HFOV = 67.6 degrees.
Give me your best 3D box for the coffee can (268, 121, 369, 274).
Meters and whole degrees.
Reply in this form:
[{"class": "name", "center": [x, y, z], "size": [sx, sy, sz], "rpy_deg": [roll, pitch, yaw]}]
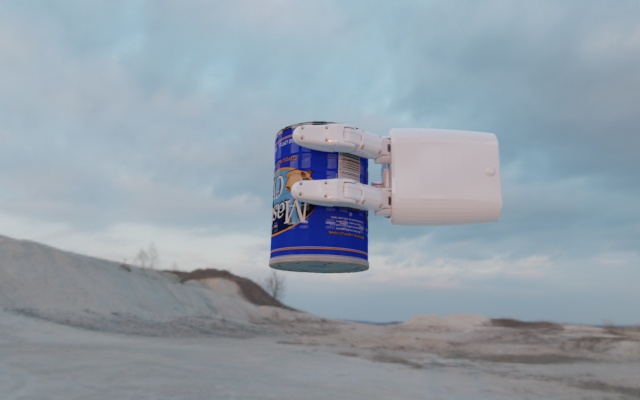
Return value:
[{"class": "coffee can", "center": [0.000, 0.002, 0.504], "size": [0.103, 0.140, 0.103], "rpy_deg": [1, -14, 0]}]
